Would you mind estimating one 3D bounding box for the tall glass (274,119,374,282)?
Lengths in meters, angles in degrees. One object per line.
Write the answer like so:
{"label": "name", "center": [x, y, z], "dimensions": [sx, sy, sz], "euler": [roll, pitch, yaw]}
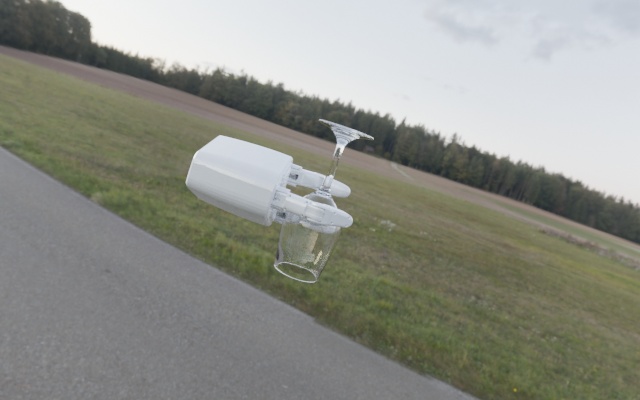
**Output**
{"label": "tall glass", "center": [0.000, 0.001, 0.621], "dimensions": [0.079, 0.201, 0.079], "euler": [19, 6, -2]}
